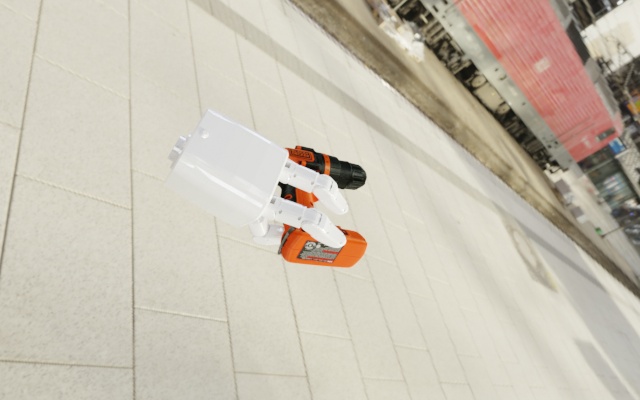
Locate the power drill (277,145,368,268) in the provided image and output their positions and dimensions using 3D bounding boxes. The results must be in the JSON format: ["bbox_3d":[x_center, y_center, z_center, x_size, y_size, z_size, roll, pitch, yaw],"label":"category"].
[{"bbox_3d":[0.000,0.002,0.645,0.184,0.057,0.187,7,40,-24],"label":"power drill"}]
